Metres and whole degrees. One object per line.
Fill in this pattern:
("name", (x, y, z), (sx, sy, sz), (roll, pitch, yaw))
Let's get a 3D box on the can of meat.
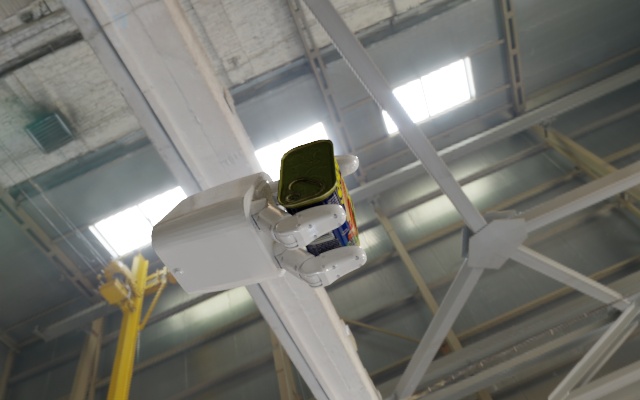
("can of meat", (0.000, 0.002, 0.475), (0.057, 0.084, 0.102), (-17, 35, 10))
